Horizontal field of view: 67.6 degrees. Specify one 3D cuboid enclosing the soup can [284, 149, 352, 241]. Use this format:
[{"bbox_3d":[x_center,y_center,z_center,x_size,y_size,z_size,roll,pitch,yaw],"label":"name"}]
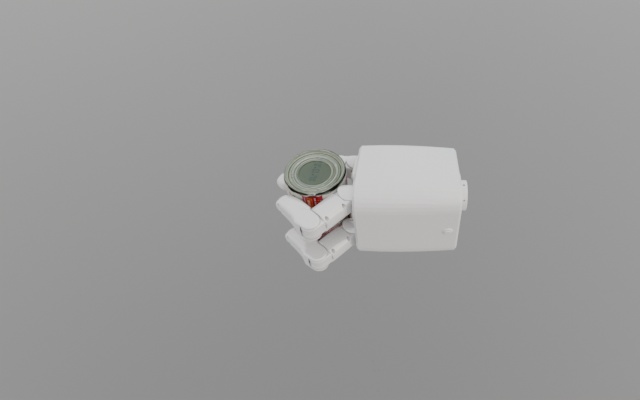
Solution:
[{"bbox_3d":[0.000,0.001,0.532,0.068,0.068,0.102,0,-40,10],"label":"soup can"}]
